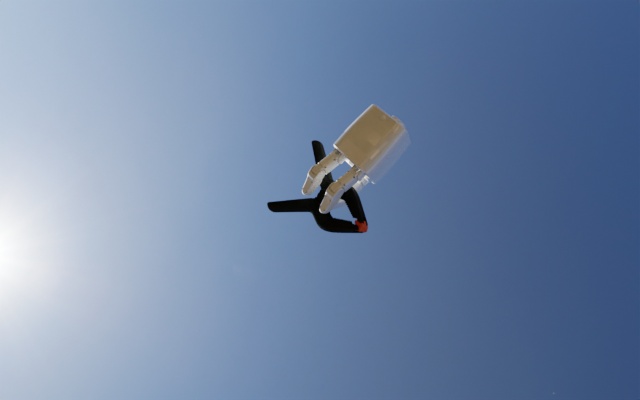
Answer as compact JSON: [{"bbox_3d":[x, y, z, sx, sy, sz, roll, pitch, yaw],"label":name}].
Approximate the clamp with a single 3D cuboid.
[{"bbox_3d":[0.001,0.003,0.888,0.210,0.164,0.036,45,8,32],"label":"clamp"}]
